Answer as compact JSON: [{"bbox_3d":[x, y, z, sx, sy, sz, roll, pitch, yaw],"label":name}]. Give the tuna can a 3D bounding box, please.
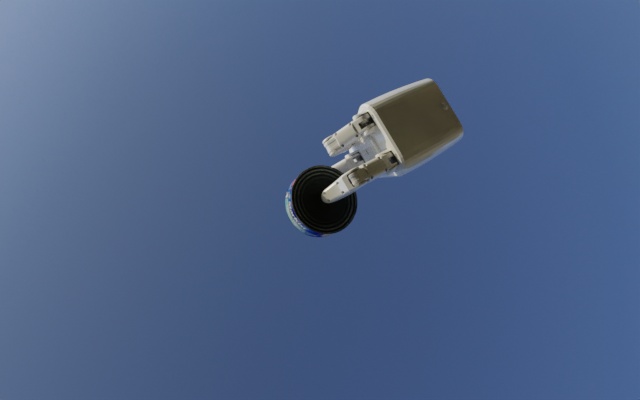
[{"bbox_3d":[0.000,0.002,0.592,0.086,0.086,0.034,0,-13,-21],"label":"tuna can"}]
